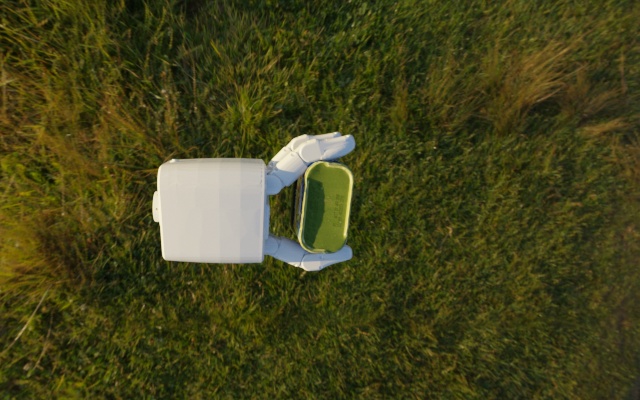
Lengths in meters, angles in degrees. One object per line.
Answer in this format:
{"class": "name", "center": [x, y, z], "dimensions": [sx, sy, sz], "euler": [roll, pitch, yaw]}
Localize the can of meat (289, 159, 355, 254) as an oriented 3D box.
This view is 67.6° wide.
{"class": "can of meat", "center": [0.000, 0.002, 0.529], "dimensions": [0.057, 0.102, 0.084], "euler": [4, 9, -10]}
